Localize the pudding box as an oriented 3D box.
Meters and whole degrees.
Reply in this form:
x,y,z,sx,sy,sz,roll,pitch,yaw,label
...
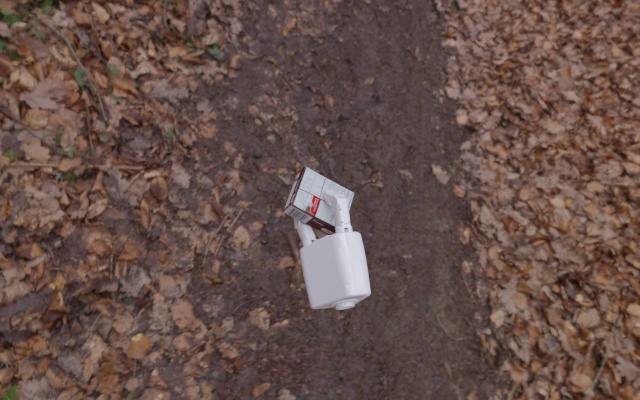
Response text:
x,y,z,sx,sy,sz,roll,pitch,yaw,label
0.000,0.003,0.863,0.113,0.090,0.039,29,-33,-17,pudding box
